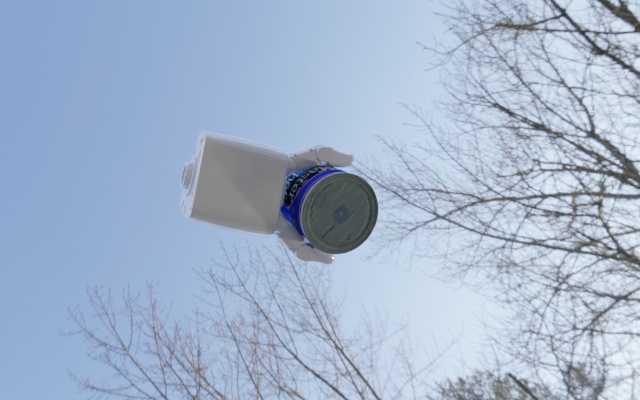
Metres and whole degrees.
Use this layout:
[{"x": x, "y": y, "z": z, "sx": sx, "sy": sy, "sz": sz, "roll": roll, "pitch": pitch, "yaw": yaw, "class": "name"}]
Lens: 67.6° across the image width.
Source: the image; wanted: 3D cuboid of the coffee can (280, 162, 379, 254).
[{"x": 0.000, "y": 0.002, "z": 0.643, "sx": 0.103, "sy": 0.103, "sz": 0.140, "roll": 0, "pitch": 12, "yaw": -22, "class": "coffee can"}]
